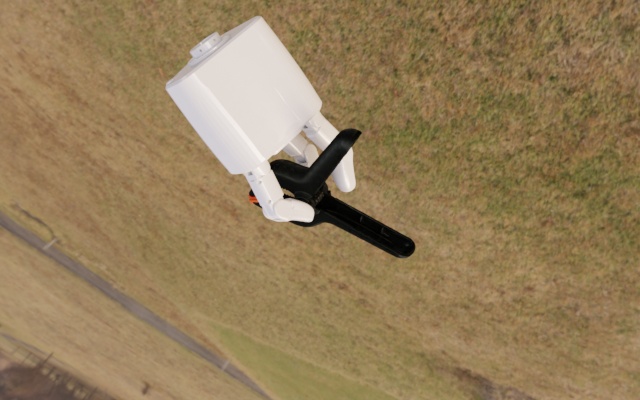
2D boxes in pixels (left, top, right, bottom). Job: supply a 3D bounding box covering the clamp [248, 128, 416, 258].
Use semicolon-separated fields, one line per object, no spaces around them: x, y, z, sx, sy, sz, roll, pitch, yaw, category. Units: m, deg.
-0.001;0.002;0.537;0.210;0.165;0.036;-4;39;46;clamp
